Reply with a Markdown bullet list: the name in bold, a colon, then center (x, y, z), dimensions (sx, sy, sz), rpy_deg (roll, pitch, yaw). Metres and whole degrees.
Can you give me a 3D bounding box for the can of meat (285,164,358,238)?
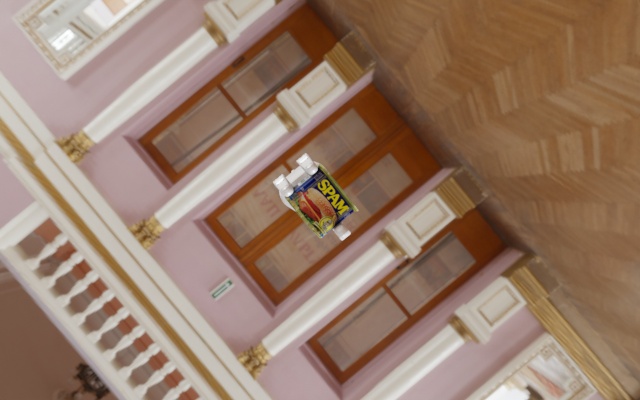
- **can of meat**: center (0.000, 0.003, 0.821), dimensions (0.084, 0.102, 0.057), rpy_deg (-39, 17, 0)
